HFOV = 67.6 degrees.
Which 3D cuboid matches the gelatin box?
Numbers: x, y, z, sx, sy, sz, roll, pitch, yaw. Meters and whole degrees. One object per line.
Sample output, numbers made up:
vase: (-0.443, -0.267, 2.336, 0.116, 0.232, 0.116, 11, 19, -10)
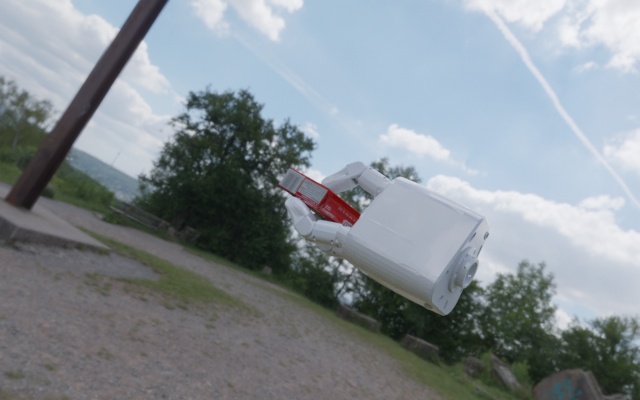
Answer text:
gelatin box: (0.000, 0.001, 0.580, 0.073, 0.030, 0.089, 39, -5, -42)
